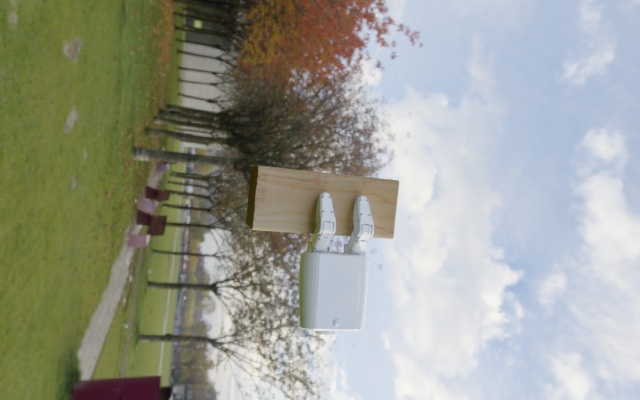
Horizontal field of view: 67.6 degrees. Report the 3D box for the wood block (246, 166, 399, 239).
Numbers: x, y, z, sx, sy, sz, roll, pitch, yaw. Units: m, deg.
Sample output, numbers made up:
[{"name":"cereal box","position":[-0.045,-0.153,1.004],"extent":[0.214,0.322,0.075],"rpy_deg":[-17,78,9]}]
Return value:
[{"name":"wood block","position":[0.000,0.003,0.709],"extent":[0.206,0.090,0.091],"rpy_deg":[5,1,-15]}]
